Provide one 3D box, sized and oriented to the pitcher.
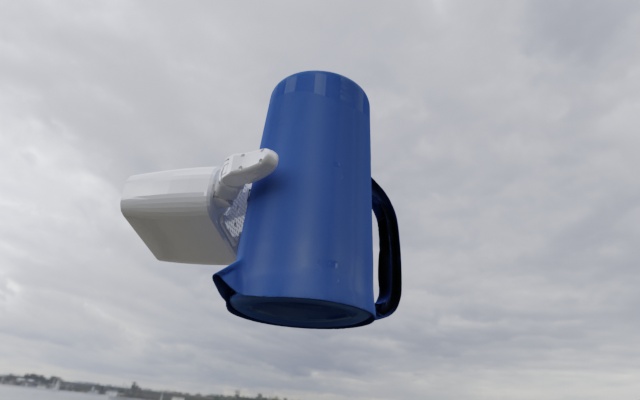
[{"bbox_3d":[0.000,0.002,0.474,0.145,0.242,0.149,-3,-26,17],"label":"pitcher"}]
